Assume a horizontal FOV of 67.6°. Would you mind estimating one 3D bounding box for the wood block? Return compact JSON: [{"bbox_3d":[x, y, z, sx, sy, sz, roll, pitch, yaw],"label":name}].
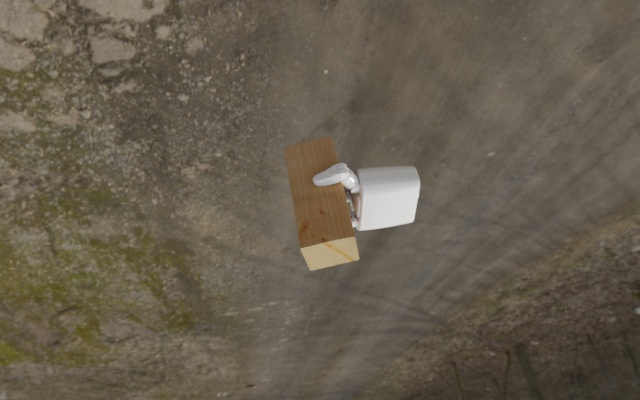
[{"bbox_3d":[0.000,0.003,0.832,0.090,0.206,0.091,-13,-33,2],"label":"wood block"}]
